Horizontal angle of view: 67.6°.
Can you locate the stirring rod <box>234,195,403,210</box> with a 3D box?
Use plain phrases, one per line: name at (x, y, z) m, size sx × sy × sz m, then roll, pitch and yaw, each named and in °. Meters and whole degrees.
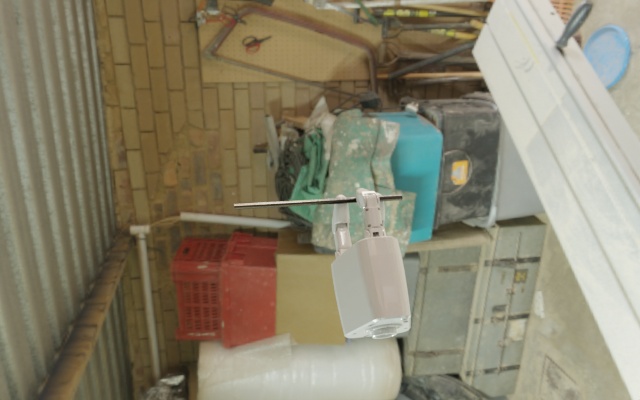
stirring rod at (0.000, 0.002, 0.676) m, size 0.239 × 0.011 × 0.011 m, roll -3°, pitch 0°, yaw -10°
